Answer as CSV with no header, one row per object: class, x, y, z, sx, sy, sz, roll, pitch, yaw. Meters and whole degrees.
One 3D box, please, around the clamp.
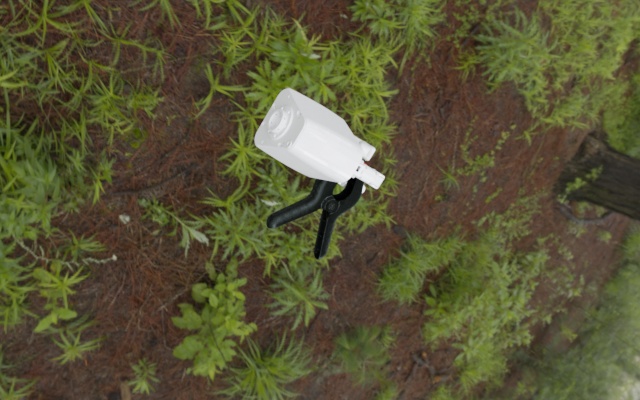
clamp,0.001,0.003,0.722,0.120,0.171,0.039,26,10,-38
